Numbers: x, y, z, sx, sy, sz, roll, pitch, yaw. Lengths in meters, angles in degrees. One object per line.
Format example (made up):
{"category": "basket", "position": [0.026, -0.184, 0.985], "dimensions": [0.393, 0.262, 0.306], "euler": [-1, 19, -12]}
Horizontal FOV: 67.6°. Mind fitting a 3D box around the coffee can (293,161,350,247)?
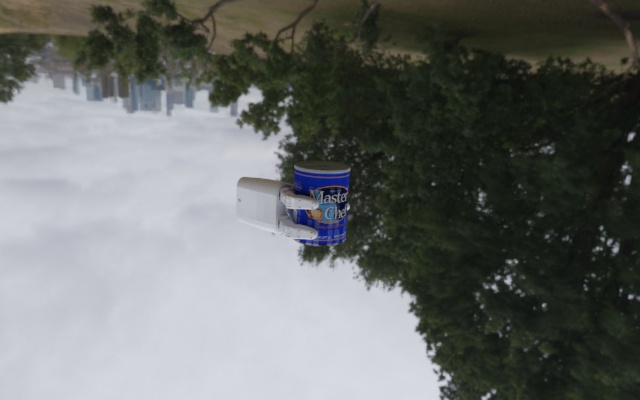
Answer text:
{"category": "coffee can", "position": [0.000, 0.003, 0.888], "dimensions": [0.103, 0.140, 0.102], "euler": [3, 14, -1]}
